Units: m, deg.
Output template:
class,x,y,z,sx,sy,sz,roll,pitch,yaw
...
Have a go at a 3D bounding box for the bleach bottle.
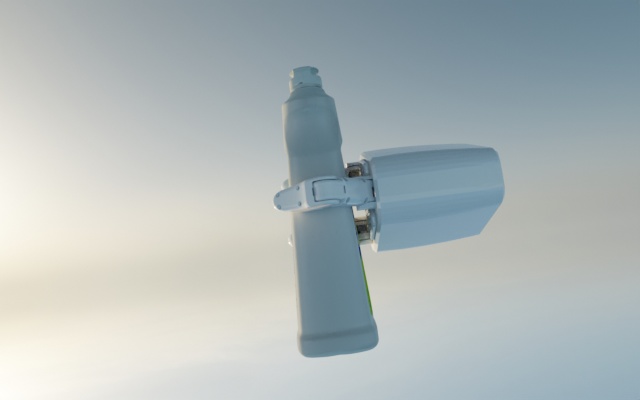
class,x,y,z,sx,sy,sz,roll,pitch,yaw
bleach bottle,0.000,0.001,0.427,0.068,0.251,0.102,-7,-7,0
